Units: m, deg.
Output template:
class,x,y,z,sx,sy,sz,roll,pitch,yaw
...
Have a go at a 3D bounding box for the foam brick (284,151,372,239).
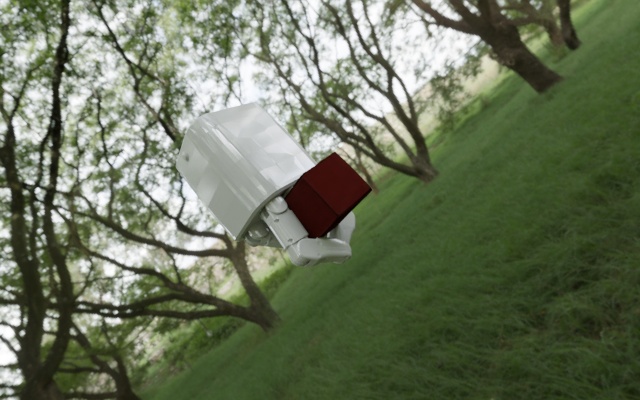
class,x,y,z,sx,sy,sz,roll,pitch,yaw
foam brick,0.000,0.001,0.456,0.053,0.051,0.078,-37,-8,-38
